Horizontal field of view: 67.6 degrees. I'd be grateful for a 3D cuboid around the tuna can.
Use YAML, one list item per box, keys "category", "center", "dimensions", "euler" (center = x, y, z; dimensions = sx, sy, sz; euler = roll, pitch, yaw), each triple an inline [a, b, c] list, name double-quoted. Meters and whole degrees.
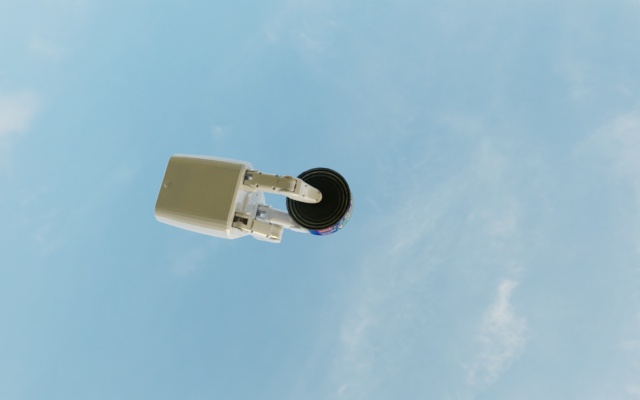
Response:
- category: "tuna can"
  center: [0.000, 0.002, 0.628]
  dimensions: [0.086, 0.086, 0.034]
  euler: [0, -18, 13]
